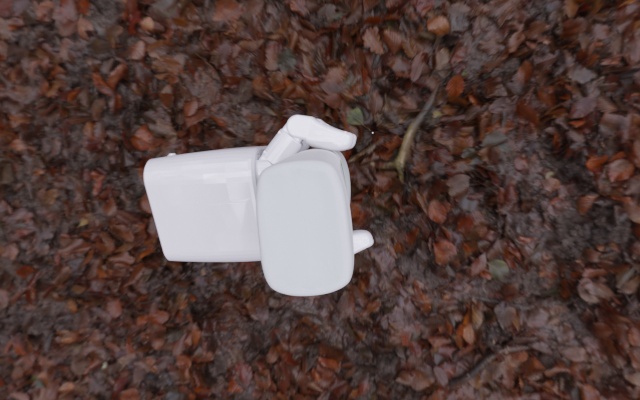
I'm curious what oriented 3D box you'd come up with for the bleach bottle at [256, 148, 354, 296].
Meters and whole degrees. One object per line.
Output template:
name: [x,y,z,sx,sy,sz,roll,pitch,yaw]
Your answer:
bleach bottle: [0.000,0.001,0.456,0.068,0.102,0.251,-5,8,7]
